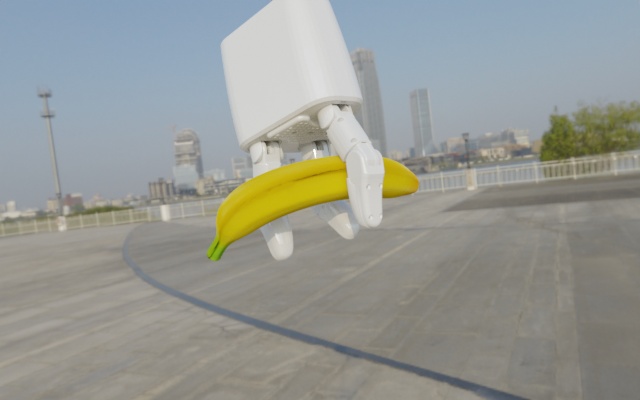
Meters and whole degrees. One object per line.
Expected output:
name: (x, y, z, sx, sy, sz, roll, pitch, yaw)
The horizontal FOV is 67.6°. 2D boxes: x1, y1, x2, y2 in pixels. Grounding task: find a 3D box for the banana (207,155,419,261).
banana: (-0.001, -0.007, 0.391, 0.198, 0.037, 0.070, -16, -27, -15)
